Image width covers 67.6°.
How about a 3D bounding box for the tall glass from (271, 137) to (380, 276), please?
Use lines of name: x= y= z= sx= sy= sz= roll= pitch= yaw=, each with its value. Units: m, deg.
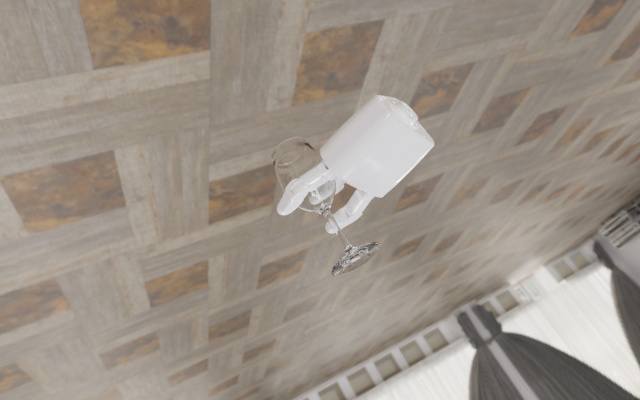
tall glass: x=0.000 y=0.003 z=0.672 sx=0.079 sy=0.201 sz=0.079 roll=-25 pitch=-26 yaw=-14
